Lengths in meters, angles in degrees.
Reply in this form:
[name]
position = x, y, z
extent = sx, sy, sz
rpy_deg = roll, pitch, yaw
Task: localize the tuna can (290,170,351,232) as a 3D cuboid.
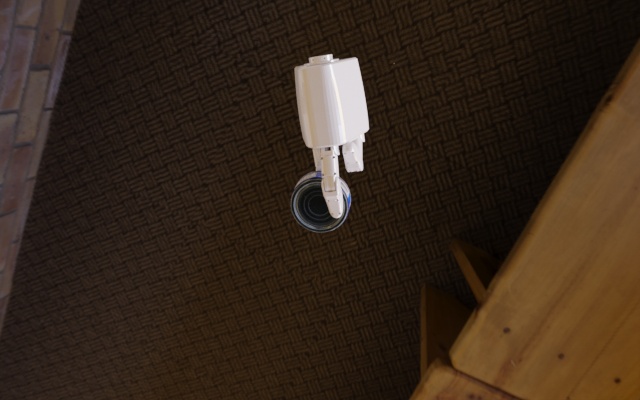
[tuna can]
position = 0.000, 0.003, 0.689
extent = 0.086, 0.086, 0.033
rpy_deg = 0, 21, 8
